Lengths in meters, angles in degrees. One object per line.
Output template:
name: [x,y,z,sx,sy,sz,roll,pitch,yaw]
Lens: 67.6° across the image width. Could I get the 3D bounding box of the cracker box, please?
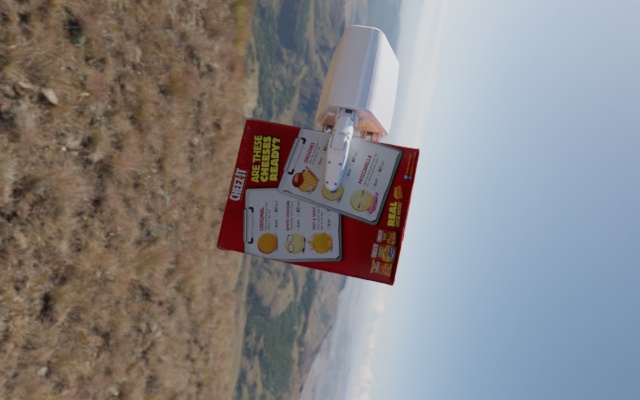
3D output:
cracker box: [0.000,0.002,0.587,0.213,0.164,0.072,11,-7,8]
